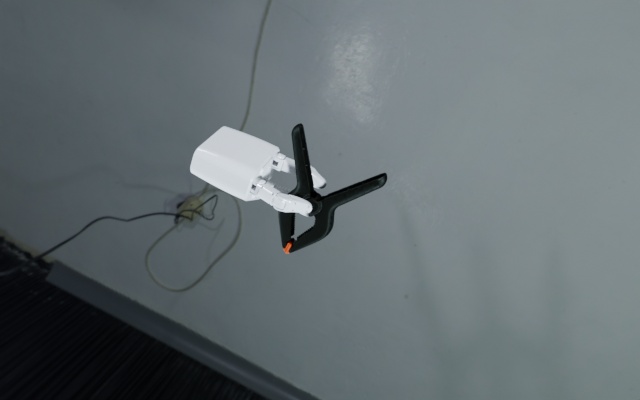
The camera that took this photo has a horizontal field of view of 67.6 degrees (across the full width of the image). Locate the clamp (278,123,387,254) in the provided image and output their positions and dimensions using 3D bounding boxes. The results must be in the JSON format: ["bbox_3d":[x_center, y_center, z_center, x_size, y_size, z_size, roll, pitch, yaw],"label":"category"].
[{"bbox_3d":[-0.001,0.003,0.764,0.164,0.210,0.036,25,23,8],"label":"clamp"}]
